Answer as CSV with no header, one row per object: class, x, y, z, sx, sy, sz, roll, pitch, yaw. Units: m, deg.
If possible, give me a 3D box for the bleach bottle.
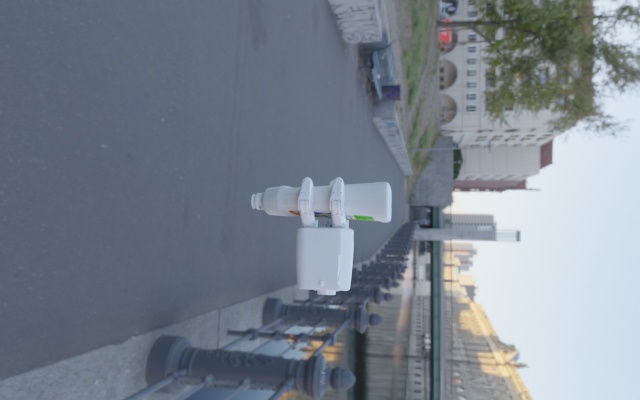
bleach bottle,0.000,0.003,0.870,0.251,0.068,0.102,0,-9,12
